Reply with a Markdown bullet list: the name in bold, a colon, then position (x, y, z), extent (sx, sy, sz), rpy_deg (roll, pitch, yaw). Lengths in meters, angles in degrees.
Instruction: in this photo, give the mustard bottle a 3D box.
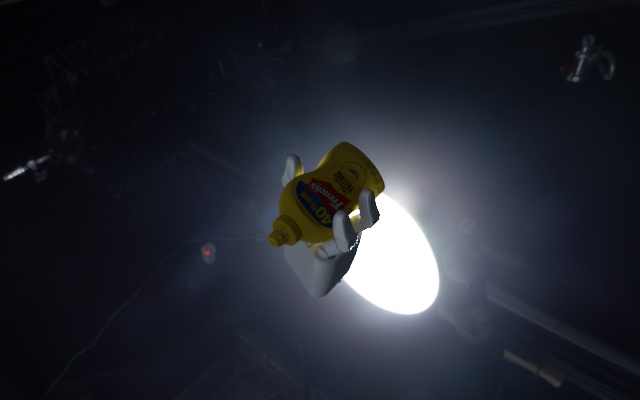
- **mustard bottle**: position (0.000, 0.002, 0.651), extent (0.191, 0.096, 0.058), rpy_deg (-40, 0, -34)
